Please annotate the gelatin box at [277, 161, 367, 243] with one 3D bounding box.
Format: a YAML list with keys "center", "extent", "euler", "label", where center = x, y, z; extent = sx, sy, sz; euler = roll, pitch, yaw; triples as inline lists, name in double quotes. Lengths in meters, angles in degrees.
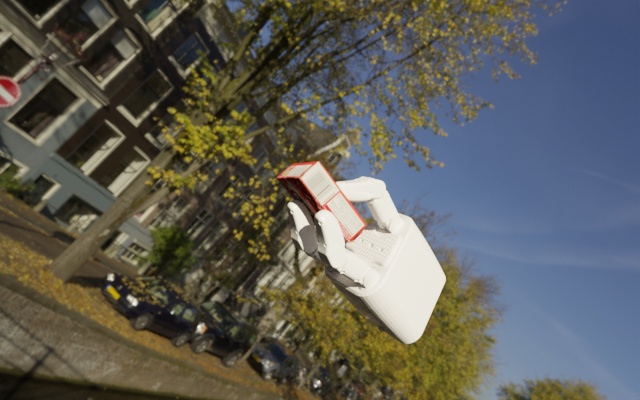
- center: [0.000, 0.001, 0.507]
  extent: [0.030, 0.089, 0.073]
  euler: [-42, 17, -15]
  label: "gelatin box"
